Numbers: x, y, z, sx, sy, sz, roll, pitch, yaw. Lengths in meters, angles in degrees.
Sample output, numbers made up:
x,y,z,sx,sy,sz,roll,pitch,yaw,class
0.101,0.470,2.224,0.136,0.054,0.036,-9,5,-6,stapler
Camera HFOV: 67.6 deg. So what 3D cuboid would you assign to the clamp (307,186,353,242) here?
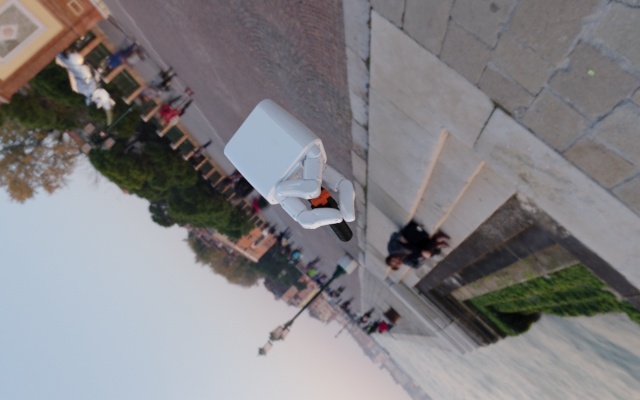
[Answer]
x,y,z,sx,sy,sz,roll,pitch,yaw,class
0.000,0.003,0.747,0.120,0.039,0.171,43,-7,18,clamp
